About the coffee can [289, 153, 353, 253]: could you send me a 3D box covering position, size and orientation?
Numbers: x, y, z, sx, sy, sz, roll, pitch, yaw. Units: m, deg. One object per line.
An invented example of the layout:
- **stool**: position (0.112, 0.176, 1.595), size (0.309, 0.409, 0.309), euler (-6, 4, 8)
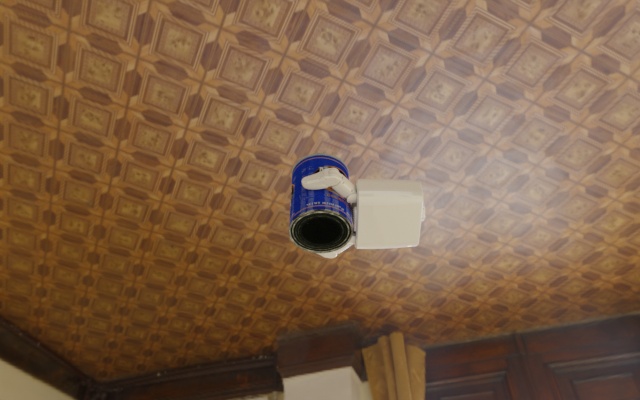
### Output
- **coffee can**: position (0.000, 0.002, 0.803), size (0.103, 0.103, 0.140), euler (0, 44, 0)
